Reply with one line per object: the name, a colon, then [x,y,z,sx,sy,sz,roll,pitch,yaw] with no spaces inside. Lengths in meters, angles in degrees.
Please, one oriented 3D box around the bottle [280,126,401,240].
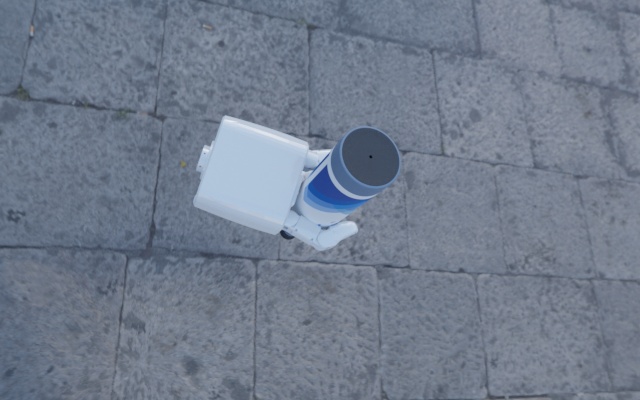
bottle: [0.000,0.002,0.596,0.069,0.069,0.296,0,-18,-21]
